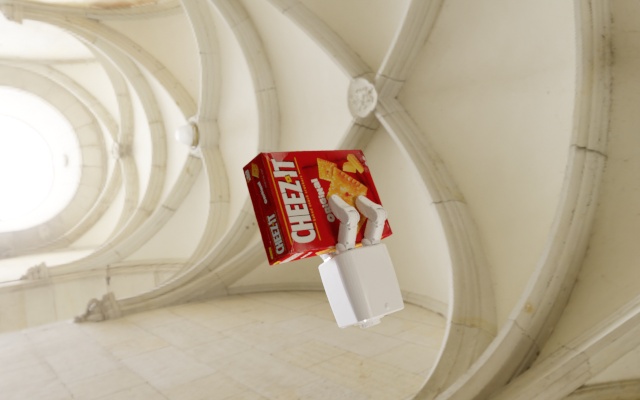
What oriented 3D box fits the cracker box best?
[{"bbox_3d":[0.000,0.003,0.774,0.213,0.164,0.072,-6,-18,-39],"label":"cracker box"}]
